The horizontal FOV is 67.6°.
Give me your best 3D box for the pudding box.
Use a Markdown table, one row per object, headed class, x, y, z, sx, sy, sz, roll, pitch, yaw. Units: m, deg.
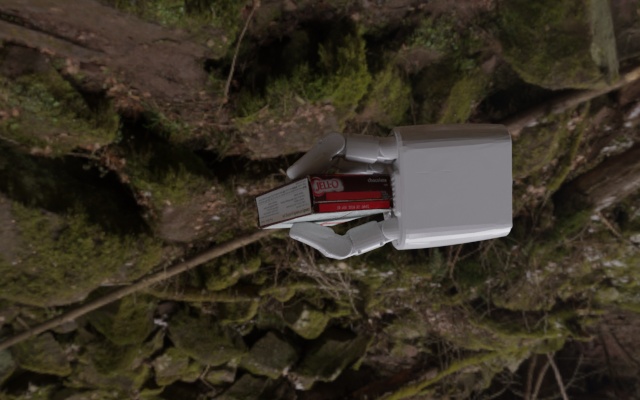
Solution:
| class | x | y | z | sx | sy | sz | roll | pitch | yaw |
| --- | --- | --- | --- | --- | --- | --- | --- | --- | --- |
| pudding box | 0.000 | 0.002 | 0.459 | 0.090 | 0.039 | 0.113 | -1 | -10 | -33 |
